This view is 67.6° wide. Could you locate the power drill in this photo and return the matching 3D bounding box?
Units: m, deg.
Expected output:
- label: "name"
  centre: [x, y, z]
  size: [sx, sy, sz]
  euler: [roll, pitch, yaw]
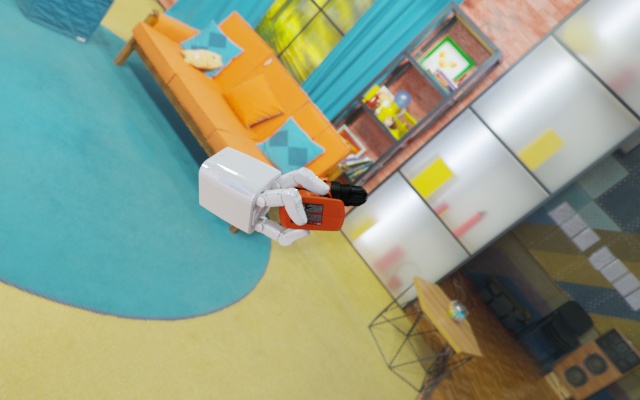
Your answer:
- label: "power drill"
  centre: [0.000, 0.003, 0.845]
  size: [0.184, 0.057, 0.187]
  euler: [3, 12, -2]
